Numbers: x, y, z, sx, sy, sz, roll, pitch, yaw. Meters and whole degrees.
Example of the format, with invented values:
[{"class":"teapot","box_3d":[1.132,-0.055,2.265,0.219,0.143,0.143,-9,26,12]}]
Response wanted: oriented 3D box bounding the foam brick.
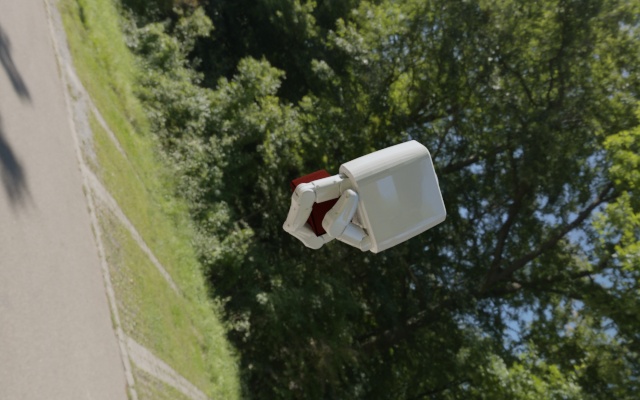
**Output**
[{"class":"foam brick","box_3d":[0.000,0.002,0.633,0.051,0.053,0.078,-22,31,-11]}]
